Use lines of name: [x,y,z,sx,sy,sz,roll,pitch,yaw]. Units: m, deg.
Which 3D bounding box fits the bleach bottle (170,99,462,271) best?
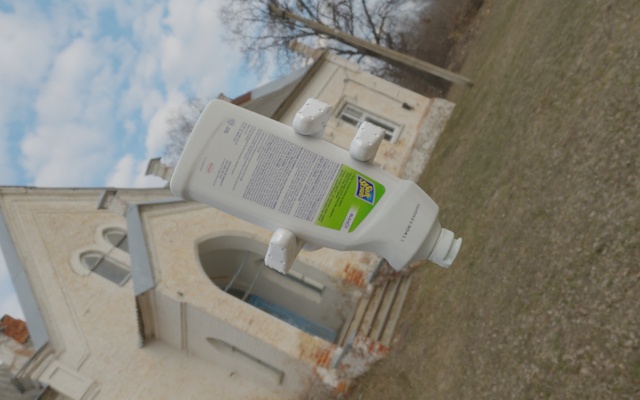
bleach bottle: [0.000,0.001,0.430,0.251,0.102,0.068,25,0,7]
